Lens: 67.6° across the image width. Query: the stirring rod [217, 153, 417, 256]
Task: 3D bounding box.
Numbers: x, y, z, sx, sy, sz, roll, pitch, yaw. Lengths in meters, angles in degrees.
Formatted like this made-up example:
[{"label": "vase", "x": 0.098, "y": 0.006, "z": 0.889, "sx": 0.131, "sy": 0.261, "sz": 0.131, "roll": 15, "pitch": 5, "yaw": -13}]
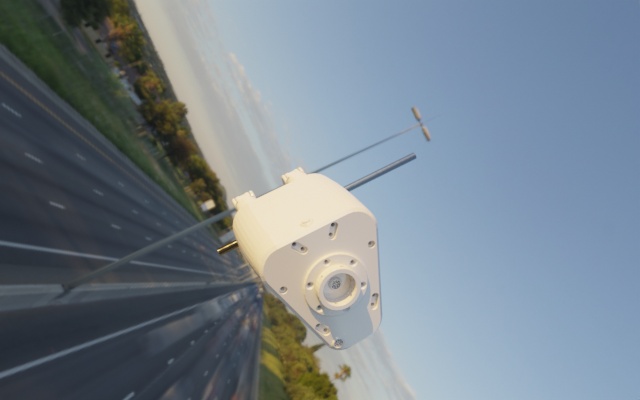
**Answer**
[{"label": "stirring rod", "x": 0.000, "y": 0.002, "z": 0.519, "sx": 0.239, "sy": 0.011, "sz": 0.011, "roll": -26, "pitch": 5, "yaw": -10}]
